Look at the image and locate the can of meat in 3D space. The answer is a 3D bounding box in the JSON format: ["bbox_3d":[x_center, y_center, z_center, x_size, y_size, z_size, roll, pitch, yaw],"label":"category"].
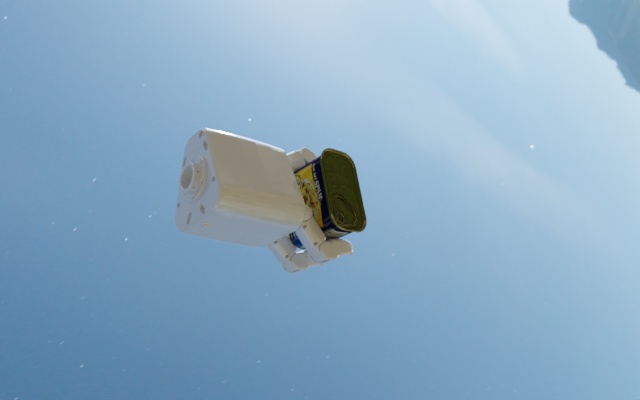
[{"bbox_3d":[0.000,0.002,0.574,0.057,0.102,0.084,10,-28,-43],"label":"can of meat"}]
